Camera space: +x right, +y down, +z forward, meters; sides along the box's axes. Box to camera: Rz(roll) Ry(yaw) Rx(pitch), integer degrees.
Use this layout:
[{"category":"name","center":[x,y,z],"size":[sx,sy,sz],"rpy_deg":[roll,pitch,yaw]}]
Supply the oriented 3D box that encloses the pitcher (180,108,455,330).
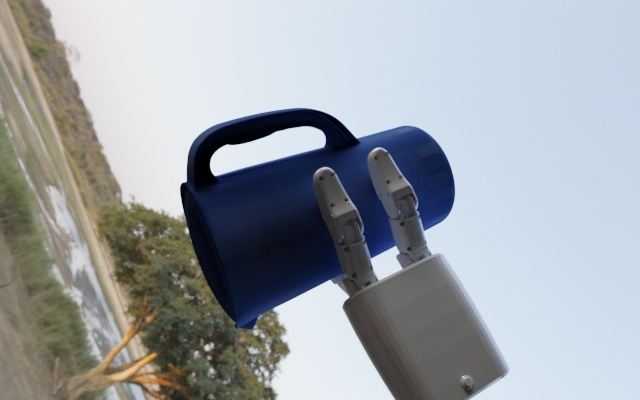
[{"category":"pitcher","center":[0.000,0.002,0.446],"size":[0.243,0.145,0.149],"rpy_deg":[-21,-23,-22]}]
